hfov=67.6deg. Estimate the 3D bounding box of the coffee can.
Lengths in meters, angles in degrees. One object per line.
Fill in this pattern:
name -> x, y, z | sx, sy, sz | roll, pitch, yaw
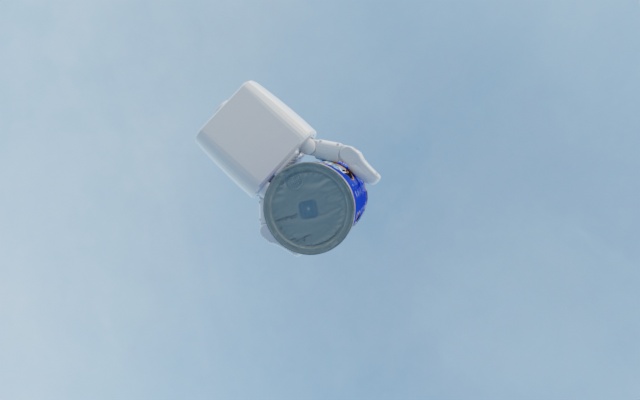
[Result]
coffee can -> 0.000, 0.002, 0.586 | 0.103, 0.103, 0.140 | 0, 6, 11
